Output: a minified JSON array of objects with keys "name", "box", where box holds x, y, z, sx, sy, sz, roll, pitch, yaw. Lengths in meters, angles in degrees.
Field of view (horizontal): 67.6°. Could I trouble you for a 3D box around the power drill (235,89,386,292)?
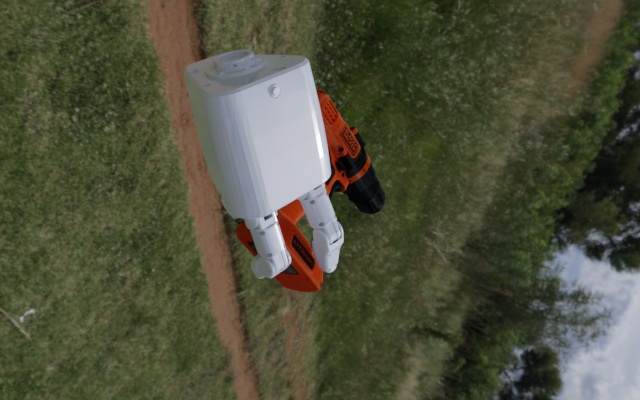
[{"name":"power drill","box":[0.000,0.002,0.521,0.057,0.187,0.184,-5,-44,38]}]
